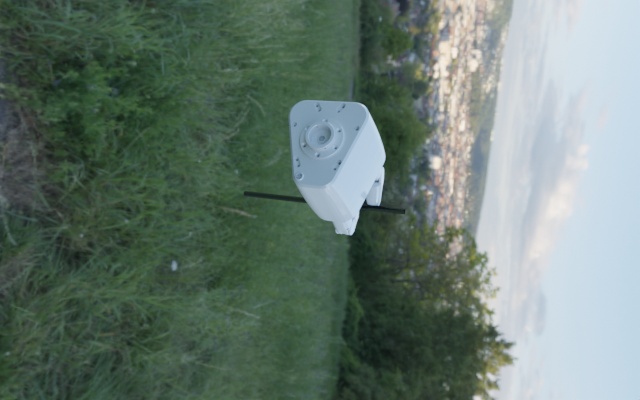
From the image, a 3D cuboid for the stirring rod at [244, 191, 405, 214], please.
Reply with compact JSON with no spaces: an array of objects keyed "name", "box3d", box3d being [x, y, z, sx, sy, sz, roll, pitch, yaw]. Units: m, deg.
[{"name":"stirring rod","box3d":[0.000,0.002,0.681,0.239,0.011,0.011,6,2,18]}]
